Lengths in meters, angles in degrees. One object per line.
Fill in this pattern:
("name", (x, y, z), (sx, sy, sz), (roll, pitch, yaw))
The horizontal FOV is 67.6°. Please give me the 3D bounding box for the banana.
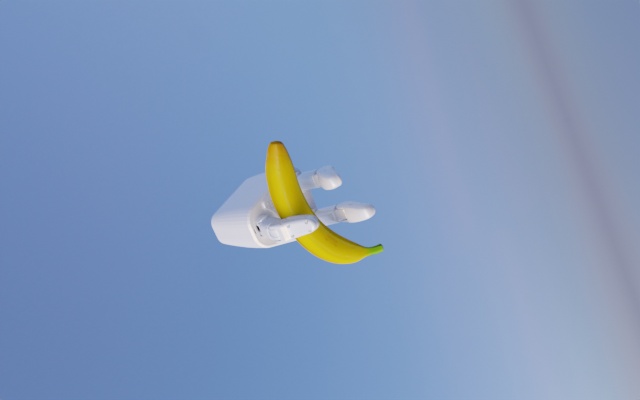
("banana", (-0.010, 0.018, 0.571), (0.198, 0.069, 0.037), (45, -6, -23))
